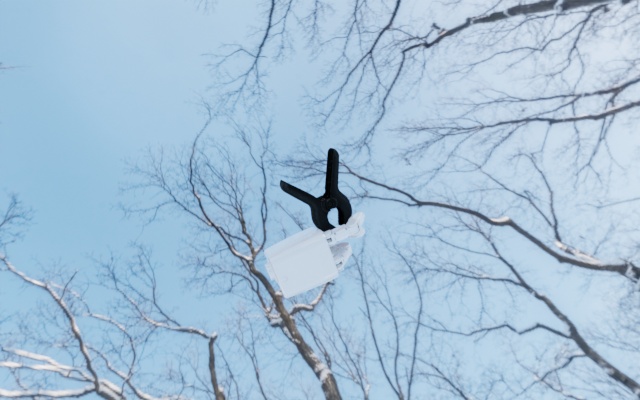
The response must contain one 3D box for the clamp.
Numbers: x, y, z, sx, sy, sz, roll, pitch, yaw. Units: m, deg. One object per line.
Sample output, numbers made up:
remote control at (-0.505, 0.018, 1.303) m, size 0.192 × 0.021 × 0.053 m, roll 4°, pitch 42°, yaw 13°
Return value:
clamp at (0.000, 0.003, 0.865) m, size 0.120 × 0.171 × 0.039 m, roll -23°, pitch 21°, yaw -11°
